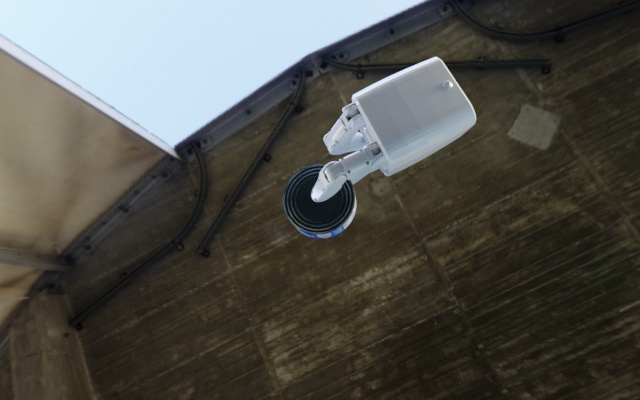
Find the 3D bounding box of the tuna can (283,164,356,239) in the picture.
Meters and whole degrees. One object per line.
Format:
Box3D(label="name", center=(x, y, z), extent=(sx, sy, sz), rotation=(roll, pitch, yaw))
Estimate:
Box3D(label="tuna can", center=(0.000, 0.002, 0.572), extent=(0.086, 0.086, 0.034), rotation=(0, -17, 8))
